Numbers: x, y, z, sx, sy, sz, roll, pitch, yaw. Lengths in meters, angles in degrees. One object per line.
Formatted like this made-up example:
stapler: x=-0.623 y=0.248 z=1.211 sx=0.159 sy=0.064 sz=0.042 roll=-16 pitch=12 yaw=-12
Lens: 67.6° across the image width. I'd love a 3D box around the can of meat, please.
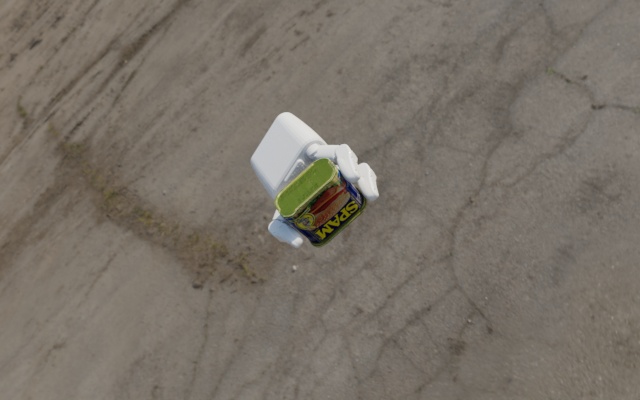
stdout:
can of meat: x=0.000 y=0.002 z=0.649 sx=0.084 sy=0.102 sz=0.057 roll=45 pitch=6 yaw=-43
